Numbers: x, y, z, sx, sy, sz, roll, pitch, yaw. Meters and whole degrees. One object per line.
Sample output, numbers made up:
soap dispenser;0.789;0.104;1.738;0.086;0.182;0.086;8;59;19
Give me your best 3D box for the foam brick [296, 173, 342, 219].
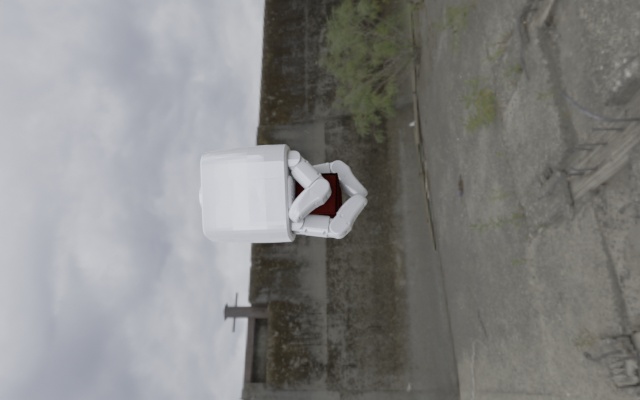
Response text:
foam brick;0.000;0.002;0.609;0.051;0.053;0.078;-3;-18;6
